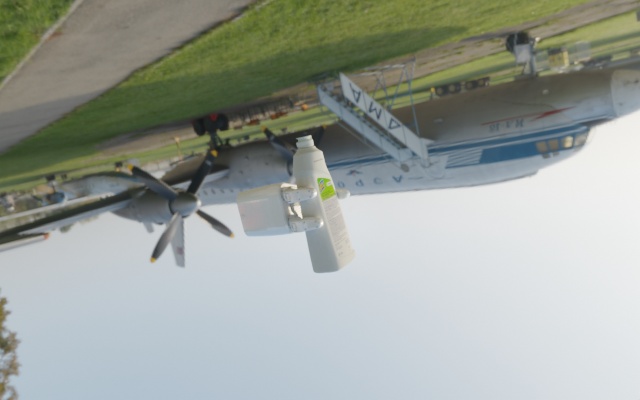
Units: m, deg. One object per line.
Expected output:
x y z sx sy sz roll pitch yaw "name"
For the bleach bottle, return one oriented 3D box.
0.000 0.003 0.895 0.068 0.251 0.102 -9 9 26 "bleach bottle"
